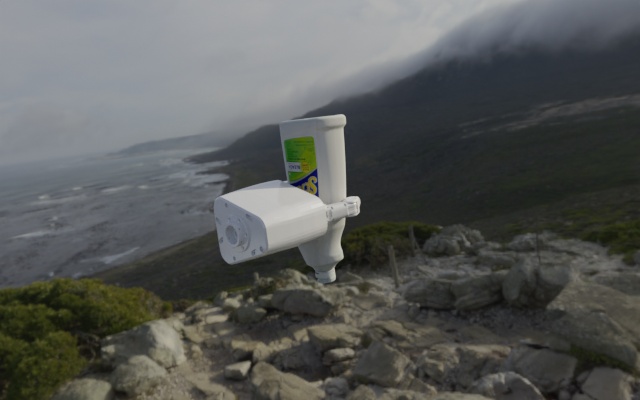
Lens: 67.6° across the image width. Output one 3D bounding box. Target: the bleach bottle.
[{"bbox_3d":[0.000,0.002,0.718,0.102,0.251,0.068,3,14,45],"label":"bleach bottle"}]
